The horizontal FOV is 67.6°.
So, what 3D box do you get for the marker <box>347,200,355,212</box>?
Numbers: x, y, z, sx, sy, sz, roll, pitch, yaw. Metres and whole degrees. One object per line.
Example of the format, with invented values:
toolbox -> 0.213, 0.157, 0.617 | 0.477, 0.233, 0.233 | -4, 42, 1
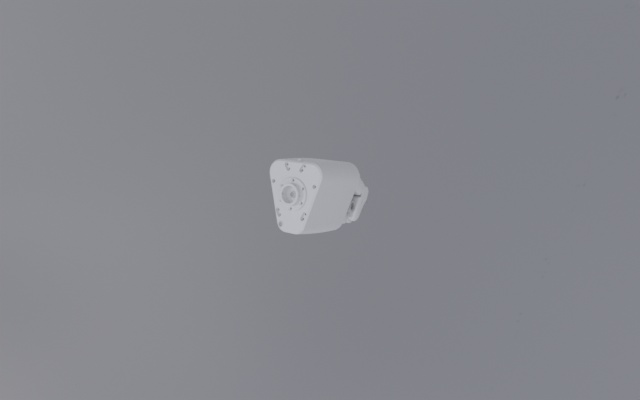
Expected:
marker -> 0.000, 0.003, 0.786 | 0.121, 0.020, 0.020 | 8, 4, 32
